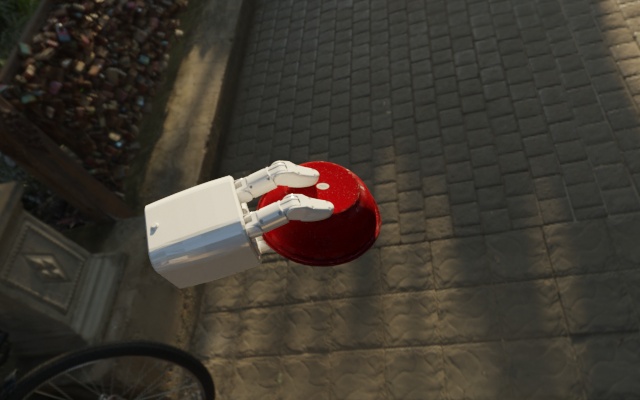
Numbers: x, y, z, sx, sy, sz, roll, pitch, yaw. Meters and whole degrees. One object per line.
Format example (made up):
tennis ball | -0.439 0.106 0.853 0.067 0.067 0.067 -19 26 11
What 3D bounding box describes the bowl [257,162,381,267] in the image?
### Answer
bowl | 0.001 0.001 0.599 0.162 0.162 0.055 0 -43 -6
